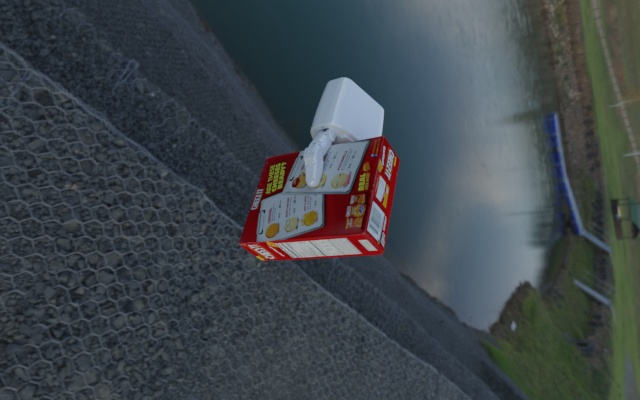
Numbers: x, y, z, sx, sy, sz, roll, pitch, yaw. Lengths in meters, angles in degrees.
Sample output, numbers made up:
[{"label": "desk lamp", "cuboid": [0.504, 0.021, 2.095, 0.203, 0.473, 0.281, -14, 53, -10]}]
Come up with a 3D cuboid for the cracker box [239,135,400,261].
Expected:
[{"label": "cracker box", "cuboid": [0.000, 0.002, 0.711, 0.214, 0.164, 0.072, -8, -37, 32]}]
